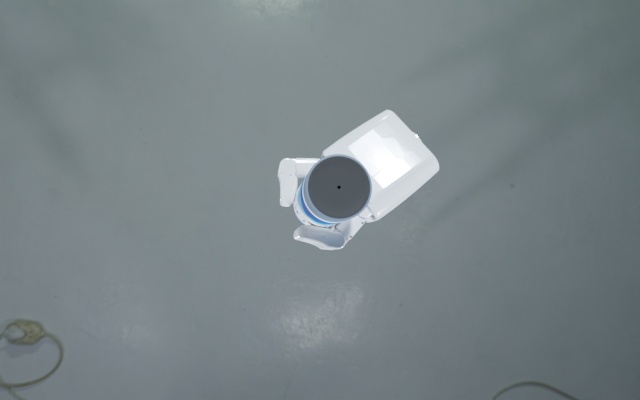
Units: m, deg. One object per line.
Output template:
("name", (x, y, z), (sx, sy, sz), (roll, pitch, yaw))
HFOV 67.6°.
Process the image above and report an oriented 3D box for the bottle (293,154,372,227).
("bottle", (0.000, 0.002, 0.611), (0.069, 0.069, 0.296), (0, -6, -7))
